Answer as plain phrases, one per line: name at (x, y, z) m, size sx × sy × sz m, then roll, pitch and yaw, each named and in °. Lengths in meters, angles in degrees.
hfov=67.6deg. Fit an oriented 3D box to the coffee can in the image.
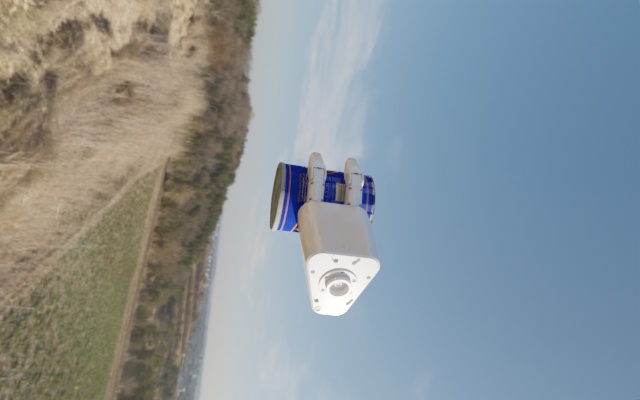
coffee can at (0.000, 0.002, 0.724) m, size 0.140 × 0.103 × 0.103 m, roll 8°, pitch -2°, yaw -12°
